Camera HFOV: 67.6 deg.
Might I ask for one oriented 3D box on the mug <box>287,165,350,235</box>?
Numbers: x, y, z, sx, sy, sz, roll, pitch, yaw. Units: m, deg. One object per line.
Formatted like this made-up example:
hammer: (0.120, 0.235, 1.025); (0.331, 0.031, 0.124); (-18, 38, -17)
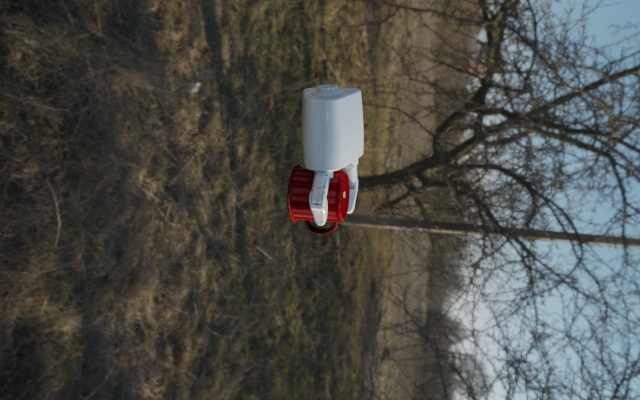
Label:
mug: (0.000, 0.004, 0.765); (0.081, 0.117, 0.093); (4, 24, 14)
